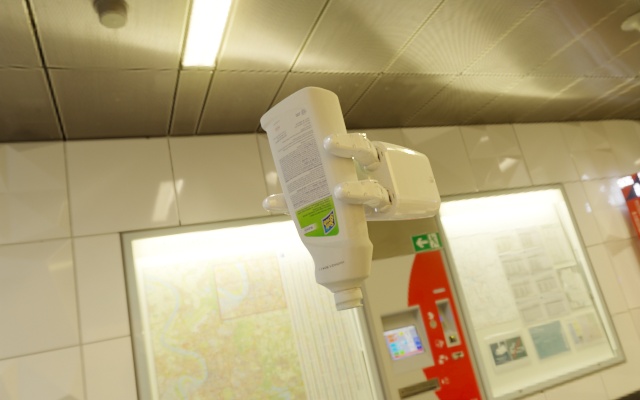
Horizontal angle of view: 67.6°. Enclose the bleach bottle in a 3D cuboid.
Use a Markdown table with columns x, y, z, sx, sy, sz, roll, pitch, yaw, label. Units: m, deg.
| x | y | z | sx | sy | sz | roll | pitch | yaw | label |
| --- | --- | --- | --- | --- | --- | --- | --- | --- | --- |
| 0.000 | 0.002 | 0.555 | 0.068 | 0.250 | 0.102 | 3 | -21 | -46 | bleach bottle |
